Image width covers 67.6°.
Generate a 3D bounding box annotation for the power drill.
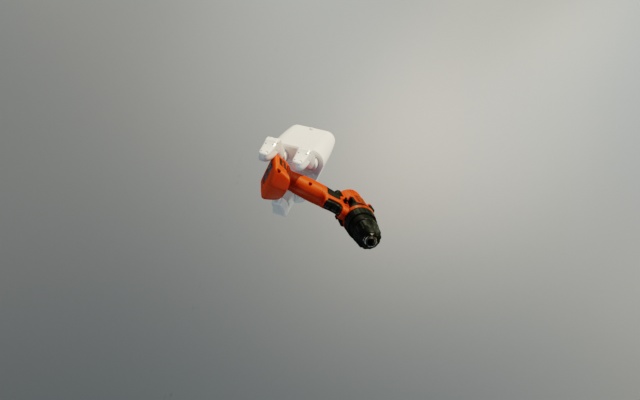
[{"bbox_3d":[0.000,0.002,0.750,0.188,0.057,0.184,26,12,-16],"label":"power drill"}]
